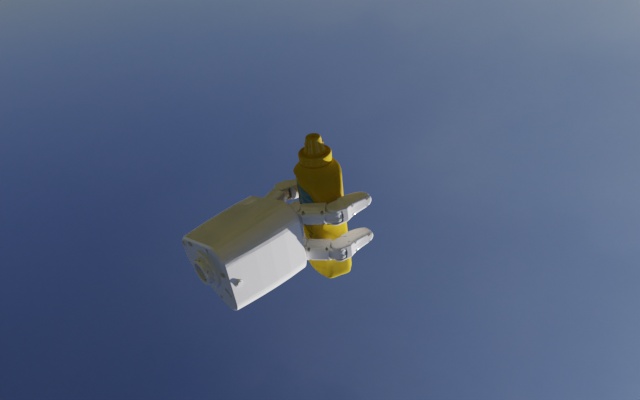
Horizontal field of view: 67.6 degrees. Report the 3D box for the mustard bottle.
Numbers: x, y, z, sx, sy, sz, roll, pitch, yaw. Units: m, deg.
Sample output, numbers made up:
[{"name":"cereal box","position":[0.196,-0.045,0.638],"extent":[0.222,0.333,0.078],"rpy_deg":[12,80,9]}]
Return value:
[{"name":"mustard bottle","position":[0.000,0.002,0.622],"extent":[0.058,0.192,0.096],"rpy_deg":[-16,35,-12]}]
